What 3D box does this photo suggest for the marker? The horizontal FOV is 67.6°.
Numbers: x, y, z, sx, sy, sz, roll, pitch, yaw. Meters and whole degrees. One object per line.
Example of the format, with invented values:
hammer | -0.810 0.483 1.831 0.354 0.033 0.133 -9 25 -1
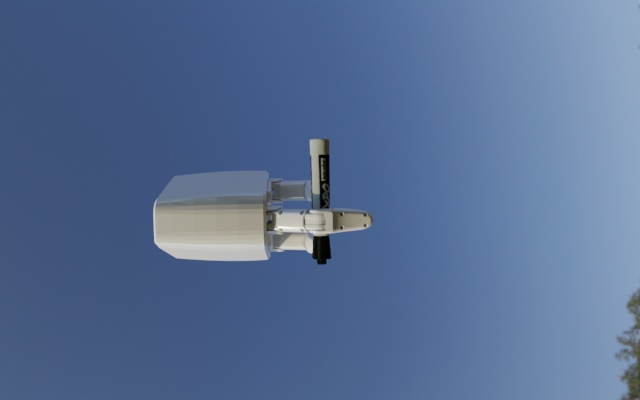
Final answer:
marker | 0.000 0.002 0.462 0.020 0.121 0.020 -1 2 0
